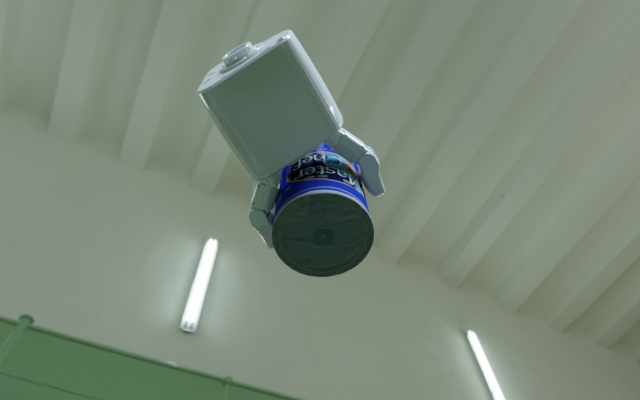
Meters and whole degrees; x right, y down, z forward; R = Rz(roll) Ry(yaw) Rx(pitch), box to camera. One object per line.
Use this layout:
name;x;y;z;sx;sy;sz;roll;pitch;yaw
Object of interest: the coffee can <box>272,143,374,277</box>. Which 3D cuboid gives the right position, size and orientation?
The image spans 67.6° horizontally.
coffee can;0.000;0.002;0.535;0.103;0.103;0.140;0;30;-3
